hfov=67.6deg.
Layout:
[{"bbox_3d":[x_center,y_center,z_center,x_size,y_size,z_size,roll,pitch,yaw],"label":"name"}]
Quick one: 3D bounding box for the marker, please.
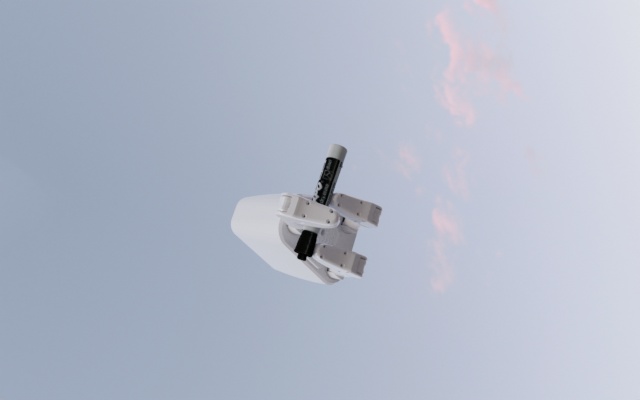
[{"bbox_3d":[0.000,0.002,0.473,0.020,0.121,0.020,17,-14,5],"label":"marker"}]
